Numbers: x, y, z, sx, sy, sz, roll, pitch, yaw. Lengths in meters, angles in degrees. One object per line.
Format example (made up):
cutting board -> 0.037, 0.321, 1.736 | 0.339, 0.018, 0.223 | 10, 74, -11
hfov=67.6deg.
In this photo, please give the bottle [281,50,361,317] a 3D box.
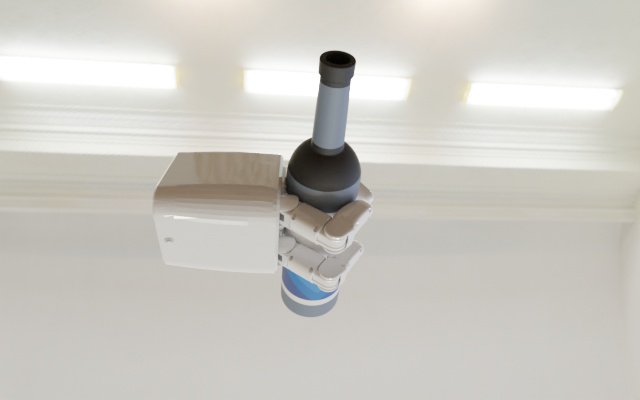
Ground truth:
bottle -> 0.000, 0.002, 0.452 | 0.069, 0.296, 0.069 | 4, 44, -3
